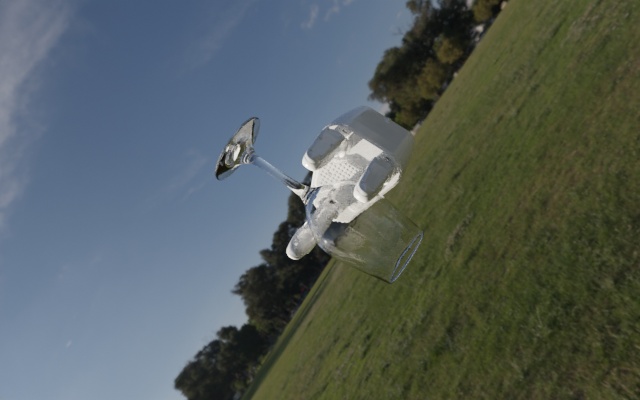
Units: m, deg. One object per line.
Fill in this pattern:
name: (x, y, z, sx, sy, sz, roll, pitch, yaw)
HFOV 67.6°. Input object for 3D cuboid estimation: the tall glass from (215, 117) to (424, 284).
tall glass: (-0.001, 0.001, 0.471, 0.201, 0.079, 0.079, 33, 3, 5)
